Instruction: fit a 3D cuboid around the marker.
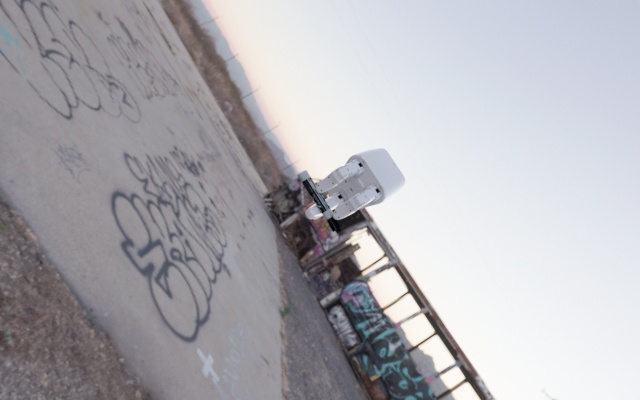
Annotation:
[{"bbox_3d":[0.000,0.003,0.817,0.020,0.121,0.020,-32,-5,-3],"label":"marker"}]
